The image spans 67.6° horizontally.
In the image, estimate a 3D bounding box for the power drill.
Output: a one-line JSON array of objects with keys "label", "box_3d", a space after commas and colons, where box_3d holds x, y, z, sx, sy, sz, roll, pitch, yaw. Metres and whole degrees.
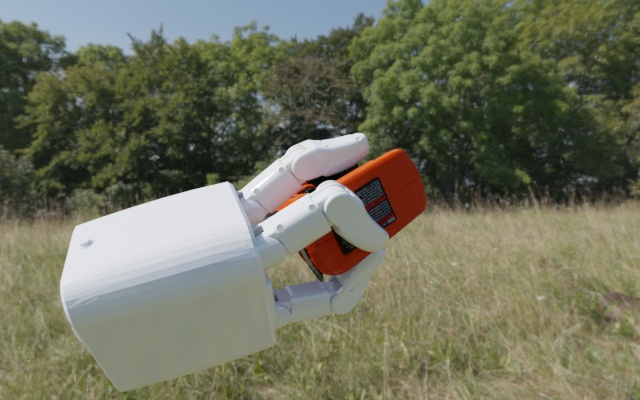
[{"label": "power drill", "box_3d": [0.000, 0.001, 0.411, 0.184, 0.057, 0.187, -35, 14, -26]}]
